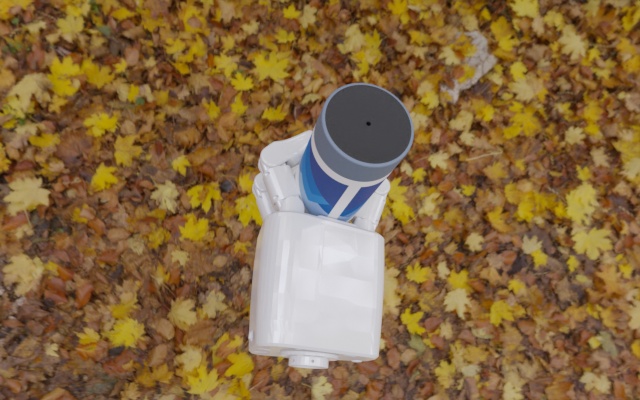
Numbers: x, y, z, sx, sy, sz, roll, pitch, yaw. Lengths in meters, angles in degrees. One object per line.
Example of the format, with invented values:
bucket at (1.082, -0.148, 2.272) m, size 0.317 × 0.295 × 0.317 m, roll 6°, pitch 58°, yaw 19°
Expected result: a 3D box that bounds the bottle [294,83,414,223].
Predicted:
bottle at (0.000, 0.001, 0.458) m, size 0.069 × 0.069 × 0.296 m, roll 0°, pitch -22°, yaw -14°
